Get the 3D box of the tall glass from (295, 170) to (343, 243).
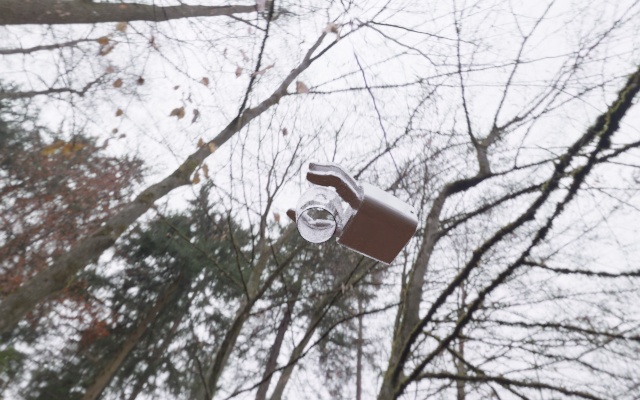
[{"bbox_3d":[0.000,0.002,0.823,0.079,0.079,0.201,0,21,4],"label":"tall glass"}]
